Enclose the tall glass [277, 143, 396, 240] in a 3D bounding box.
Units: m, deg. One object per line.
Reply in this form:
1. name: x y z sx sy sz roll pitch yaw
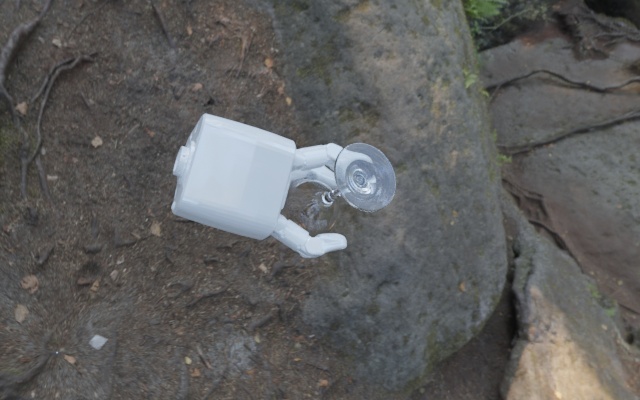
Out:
1. tall glass: 0.001 0.002 0.570 0.079 0.079 0.201 0 -16 -29
